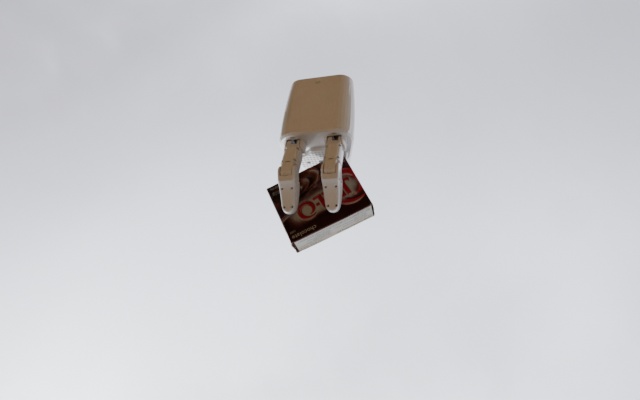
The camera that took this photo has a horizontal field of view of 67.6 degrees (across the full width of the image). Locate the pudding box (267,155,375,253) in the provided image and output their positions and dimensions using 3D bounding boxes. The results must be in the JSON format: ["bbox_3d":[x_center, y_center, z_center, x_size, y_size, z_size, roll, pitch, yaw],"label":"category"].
[{"bbox_3d":[0.000,0.002,0.611,0.113,0.090,0.039,-27,-32,-1],"label":"pudding box"}]
